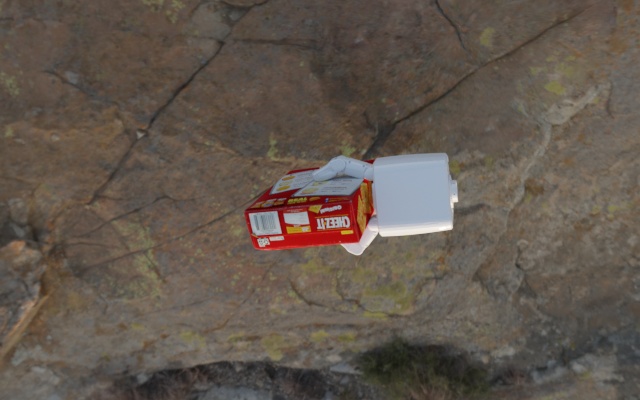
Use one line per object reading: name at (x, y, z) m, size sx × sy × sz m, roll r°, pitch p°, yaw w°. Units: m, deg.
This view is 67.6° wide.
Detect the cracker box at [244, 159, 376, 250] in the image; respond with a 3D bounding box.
cracker box at (0.000, 0.002, 0.759) m, size 0.164 × 0.072 × 0.213 m, roll -6°, pitch 17°, yaw 18°
